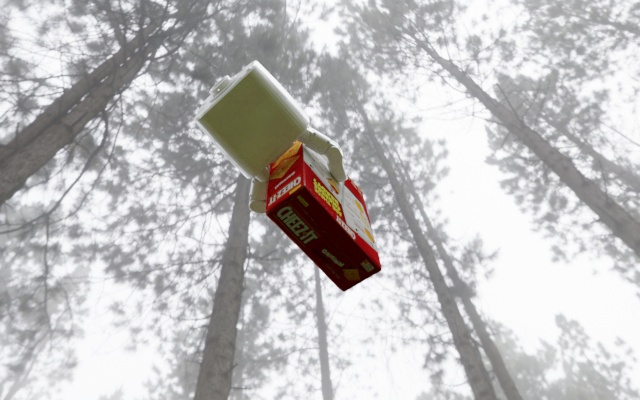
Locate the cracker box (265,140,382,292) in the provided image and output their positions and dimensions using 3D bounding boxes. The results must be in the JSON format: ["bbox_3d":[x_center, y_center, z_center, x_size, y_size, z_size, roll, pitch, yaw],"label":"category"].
[{"bbox_3d":[0.000,0.002,0.684,0.072,0.164,0.213,-35,25,16],"label":"cracker box"}]
